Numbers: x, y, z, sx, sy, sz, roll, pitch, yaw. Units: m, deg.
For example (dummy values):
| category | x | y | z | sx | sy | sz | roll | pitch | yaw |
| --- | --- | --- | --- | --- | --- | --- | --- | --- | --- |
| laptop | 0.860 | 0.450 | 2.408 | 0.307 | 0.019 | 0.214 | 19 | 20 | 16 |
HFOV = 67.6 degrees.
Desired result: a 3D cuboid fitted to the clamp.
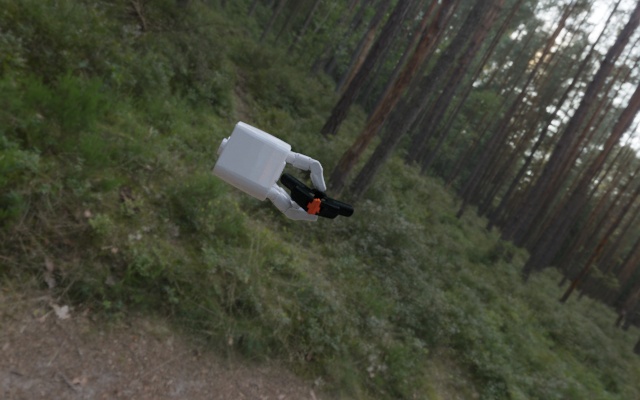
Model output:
| category | x | y | z | sx | sy | sz | roll | pitch | yaw |
| --- | --- | --- | --- | --- | --- | --- | --- | --- | --- |
| clamp | 0.000 | 0.002 | 0.895 | 0.164 | 0.036 | 0.210 | 25 | 7 | -9 |
